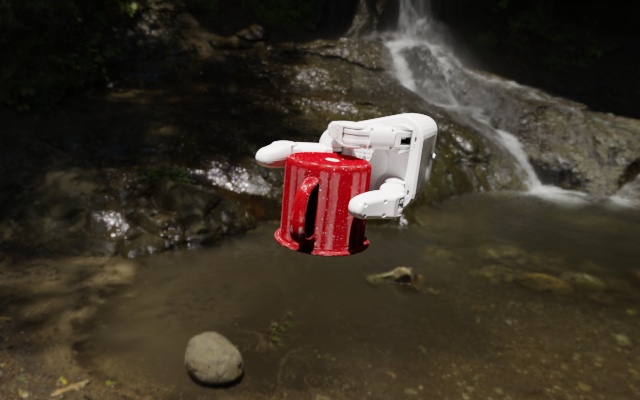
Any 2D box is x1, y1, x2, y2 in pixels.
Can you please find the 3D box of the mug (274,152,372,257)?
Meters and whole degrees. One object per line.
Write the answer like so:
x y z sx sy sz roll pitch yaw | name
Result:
-0.001 0.002 0.445 0.093 0.081 0.117 11 15 21 | mug
